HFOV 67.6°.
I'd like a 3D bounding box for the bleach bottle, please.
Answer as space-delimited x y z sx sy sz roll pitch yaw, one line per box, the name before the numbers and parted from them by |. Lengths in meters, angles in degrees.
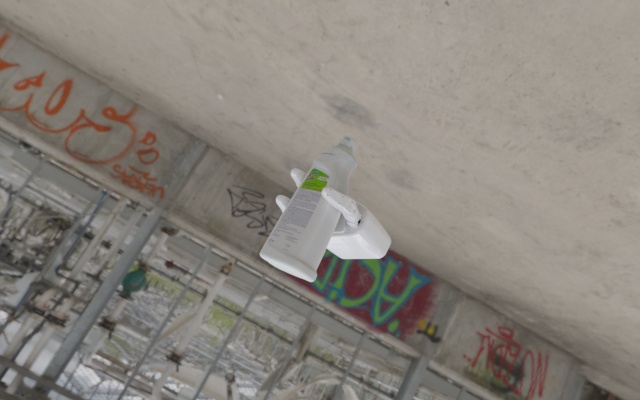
bleach bottle | 0.000 0.003 0.795 0.102 0.250 0.068 15 -21 41
